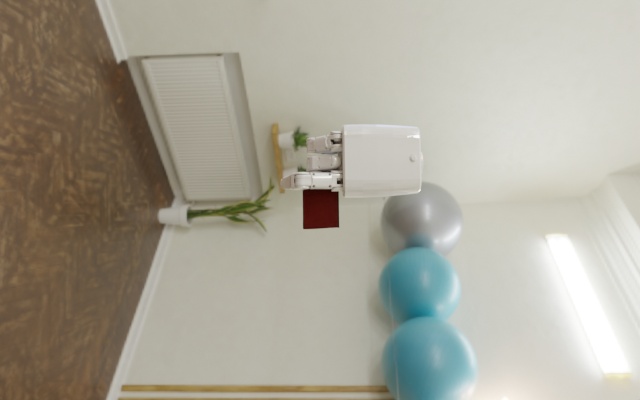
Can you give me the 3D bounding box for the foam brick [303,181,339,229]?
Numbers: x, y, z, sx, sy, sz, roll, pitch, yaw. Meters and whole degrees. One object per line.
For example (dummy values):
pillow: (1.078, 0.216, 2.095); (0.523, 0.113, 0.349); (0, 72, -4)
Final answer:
foam brick: (0.000, 0.003, 0.683); (0.051, 0.078, 0.053); (-1, -3, -3)
